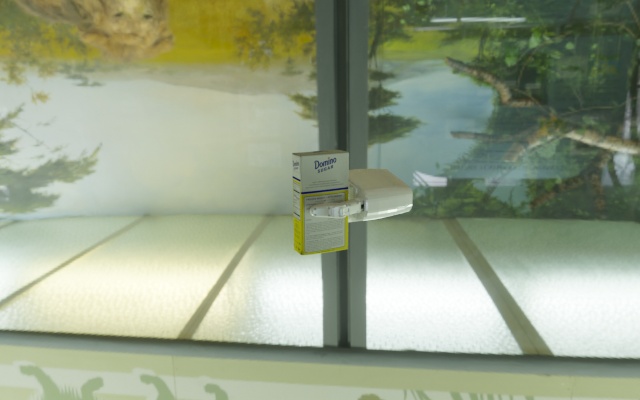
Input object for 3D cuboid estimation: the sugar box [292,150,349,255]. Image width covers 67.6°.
[{"bbox_3d":[0.000,0.003,0.831,0.093,0.176,0.048,-6,13,-25],"label":"sugar box"}]
